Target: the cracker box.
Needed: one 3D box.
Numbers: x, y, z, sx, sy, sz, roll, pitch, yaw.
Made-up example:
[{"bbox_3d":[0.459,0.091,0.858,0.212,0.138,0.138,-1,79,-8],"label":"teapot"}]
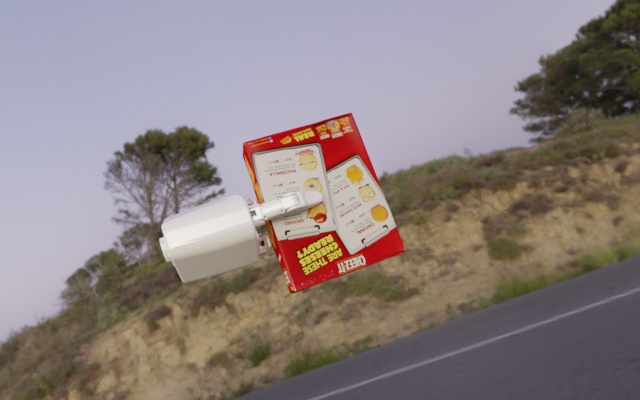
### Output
[{"bbox_3d":[0.000,0.002,0.673,0.164,0.213,0.072,-18,-10,-13],"label":"cracker box"}]
